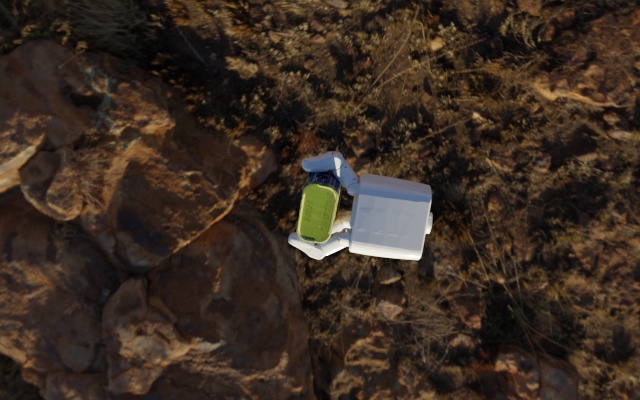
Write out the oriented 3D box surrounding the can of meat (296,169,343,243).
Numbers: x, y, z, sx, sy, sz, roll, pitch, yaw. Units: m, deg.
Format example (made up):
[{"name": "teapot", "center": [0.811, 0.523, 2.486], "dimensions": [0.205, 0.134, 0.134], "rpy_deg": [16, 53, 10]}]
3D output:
[{"name": "can of meat", "center": [0.000, 0.002, 0.720], "dimensions": [0.057, 0.102, 0.084], "rpy_deg": [11, 27, 3]}]
